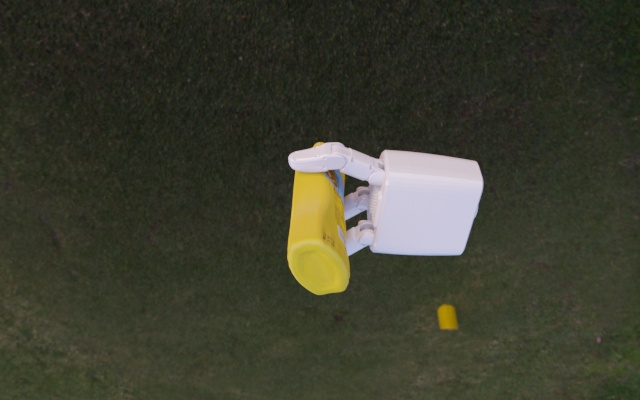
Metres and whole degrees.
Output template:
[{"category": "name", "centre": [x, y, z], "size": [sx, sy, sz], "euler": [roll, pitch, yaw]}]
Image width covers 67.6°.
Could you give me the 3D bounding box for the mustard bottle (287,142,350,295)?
[{"category": "mustard bottle", "centre": [0.000, 0.002, 0.539], "size": [0.058, 0.191, 0.096], "euler": [-12, -45, 14]}]
